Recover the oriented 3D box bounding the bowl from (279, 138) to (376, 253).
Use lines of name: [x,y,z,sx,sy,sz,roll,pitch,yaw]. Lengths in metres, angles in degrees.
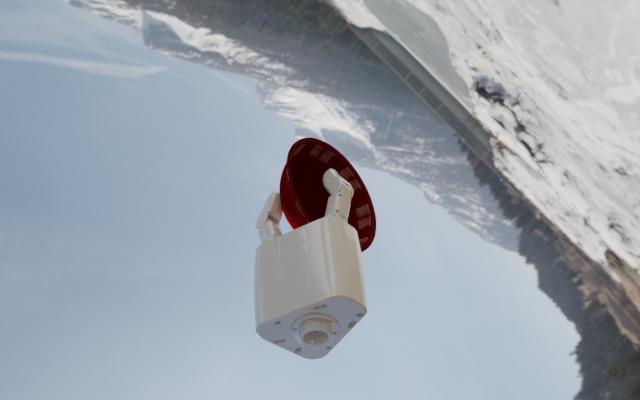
bowl: [0.000,0.001,0.613,0.055,0.162,0.162,-31,-19,34]
